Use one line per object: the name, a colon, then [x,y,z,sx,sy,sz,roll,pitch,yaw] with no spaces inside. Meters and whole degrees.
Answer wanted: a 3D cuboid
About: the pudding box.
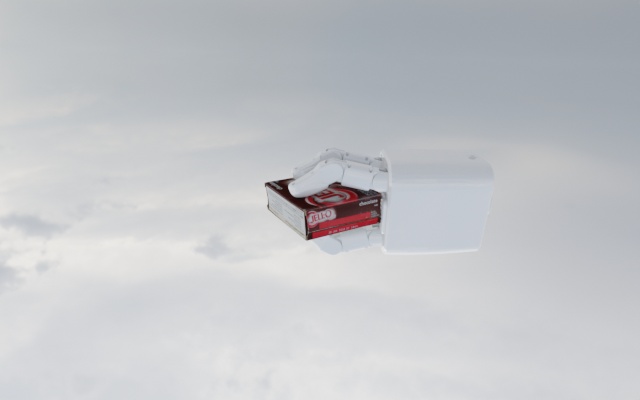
pudding box: [0.000,0.002,0.525,0.090,0.039,0.113,-11,19,-25]
